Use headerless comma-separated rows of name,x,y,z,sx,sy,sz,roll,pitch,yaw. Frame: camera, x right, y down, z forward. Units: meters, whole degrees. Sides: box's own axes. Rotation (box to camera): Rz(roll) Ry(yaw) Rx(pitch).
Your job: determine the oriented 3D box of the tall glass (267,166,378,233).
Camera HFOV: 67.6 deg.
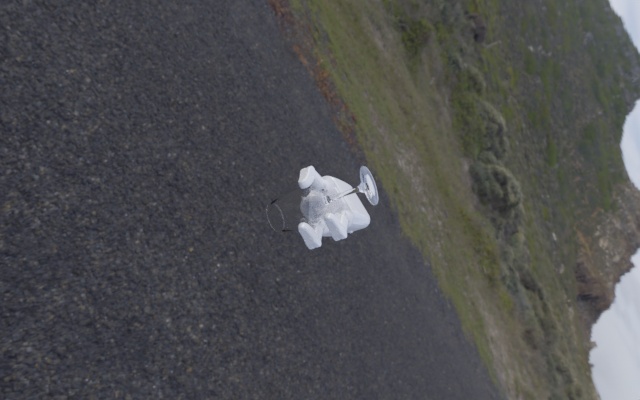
tall glass,0.001,0.003,0.882,0.201,0.079,0.079,-19,-7,22
